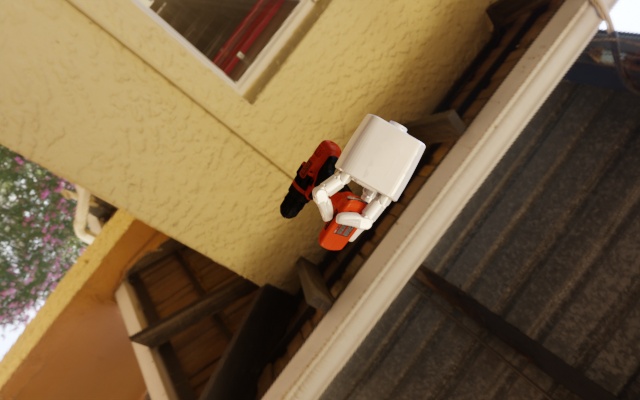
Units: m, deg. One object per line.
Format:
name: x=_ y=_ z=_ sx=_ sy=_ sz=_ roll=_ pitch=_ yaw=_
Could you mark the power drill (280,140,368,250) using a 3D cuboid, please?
power drill: x=0.000 y=0.003 z=0.884 sx=0.057 sy=0.184 sz=0.187 roll=15 pitch=29 yaw=-37
